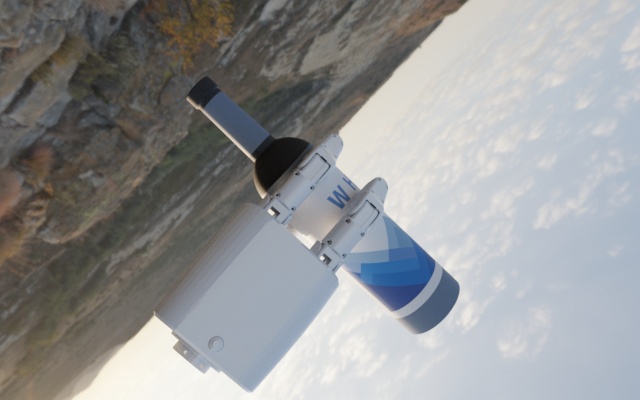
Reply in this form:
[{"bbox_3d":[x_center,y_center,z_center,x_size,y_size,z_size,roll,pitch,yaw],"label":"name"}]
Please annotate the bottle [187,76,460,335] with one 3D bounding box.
[{"bbox_3d":[0.000,0.002,0.433,0.296,0.069,0.069,43,-7,-8],"label":"bottle"}]
